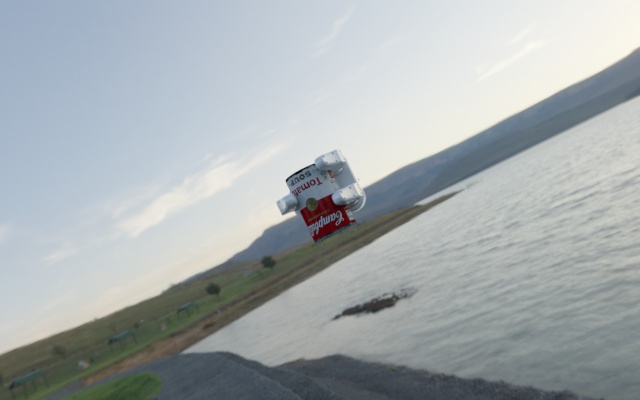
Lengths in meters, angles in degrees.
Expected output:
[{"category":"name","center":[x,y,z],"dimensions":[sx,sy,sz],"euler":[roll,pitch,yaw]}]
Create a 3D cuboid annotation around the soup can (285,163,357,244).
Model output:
[{"category":"soup can","center":[0.000,0.002,0.691],"dimensions":[0.068,0.102,0.068],"euler":[-26,-5,-2]}]
